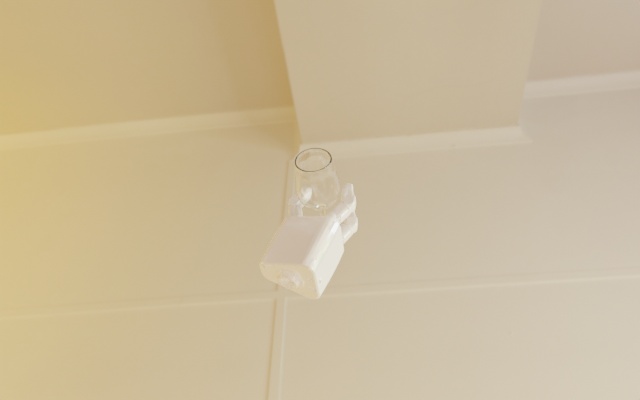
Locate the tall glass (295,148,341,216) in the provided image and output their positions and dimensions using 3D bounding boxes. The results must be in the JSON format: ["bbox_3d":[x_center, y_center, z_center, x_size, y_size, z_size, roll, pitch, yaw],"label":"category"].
[{"bbox_3d":[0.000,0.003,0.855,0.079,0.201,0.079,-5,44,5],"label":"tall glass"}]
